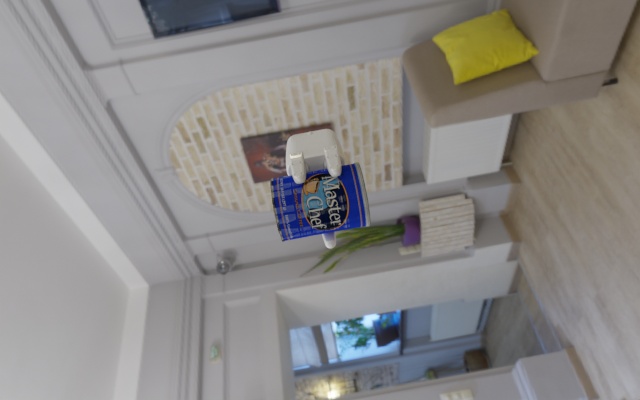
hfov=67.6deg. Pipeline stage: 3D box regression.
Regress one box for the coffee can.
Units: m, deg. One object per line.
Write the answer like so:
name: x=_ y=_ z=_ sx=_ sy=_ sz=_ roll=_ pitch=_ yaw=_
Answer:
coffee can: x=0.000 y=0.003 z=0.754 sx=0.140 sy=0.103 sz=0.103 roll=-11 pitch=0 yaw=1
